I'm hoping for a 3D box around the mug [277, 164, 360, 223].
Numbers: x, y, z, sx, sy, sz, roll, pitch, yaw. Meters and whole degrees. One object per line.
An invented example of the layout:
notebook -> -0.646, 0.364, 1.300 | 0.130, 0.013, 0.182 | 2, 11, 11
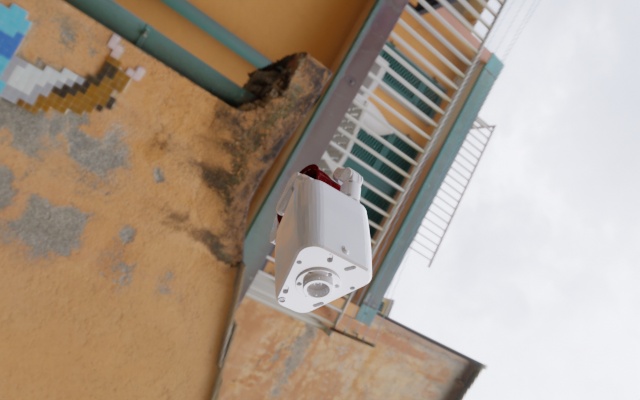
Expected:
mug -> 0.000, 0.001, 0.667 | 0.081, 0.117, 0.093 | 32, -55, -24
